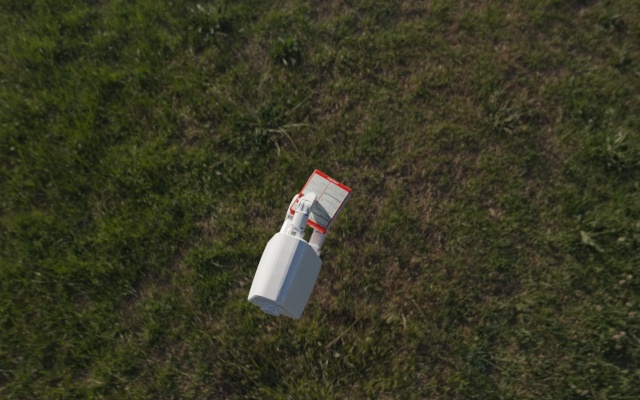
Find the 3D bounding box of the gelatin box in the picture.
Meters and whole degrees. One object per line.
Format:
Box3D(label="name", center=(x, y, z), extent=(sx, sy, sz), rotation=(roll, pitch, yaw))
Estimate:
Box3D(label="gelatin box", center=(0.000, 0.002, 0.823), extent=(0.073, 0.089, 0.030), rotation=(30, -15, 12))
